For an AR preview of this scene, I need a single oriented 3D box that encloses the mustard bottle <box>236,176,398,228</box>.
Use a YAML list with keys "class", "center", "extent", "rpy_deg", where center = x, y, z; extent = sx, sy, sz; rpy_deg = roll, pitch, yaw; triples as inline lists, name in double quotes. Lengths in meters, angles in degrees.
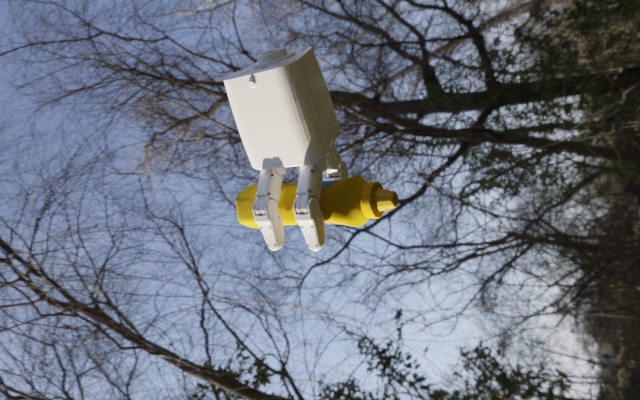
- class: "mustard bottle"
  center: [0.000, 0.002, 0.567]
  extent: [0.191, 0.058, 0.096]
  rpy_deg: [-3, 3, 32]
